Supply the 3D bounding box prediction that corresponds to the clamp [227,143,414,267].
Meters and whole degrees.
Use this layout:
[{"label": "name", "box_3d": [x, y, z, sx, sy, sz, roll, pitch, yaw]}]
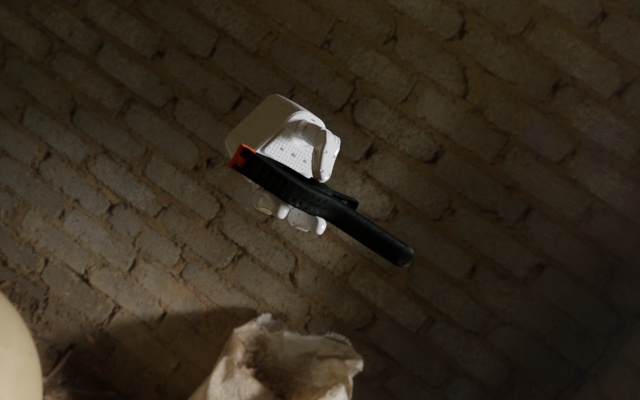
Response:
[{"label": "clamp", "box_3d": [0.000, 0.001, 0.519, 0.210, 0.036, 0.164, 27, 8, -34]}]
